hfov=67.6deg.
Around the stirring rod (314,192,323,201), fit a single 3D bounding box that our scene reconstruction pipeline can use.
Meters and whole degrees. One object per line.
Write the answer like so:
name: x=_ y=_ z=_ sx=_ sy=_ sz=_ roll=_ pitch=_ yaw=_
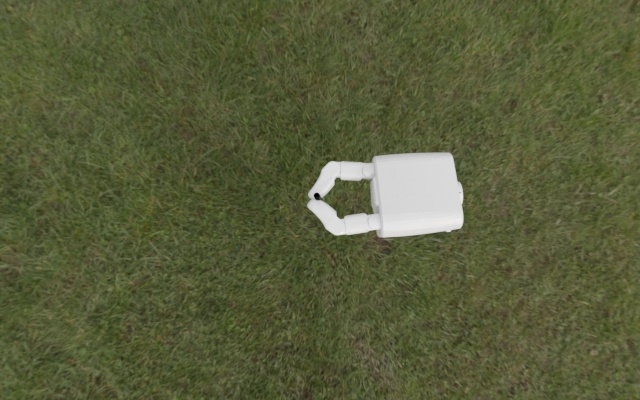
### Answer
stirring rod: x=0.000 y=0.002 z=0.710 sx=0.011 sy=0.011 sz=0.239 roll=0 pitch=-4 yaw=2
